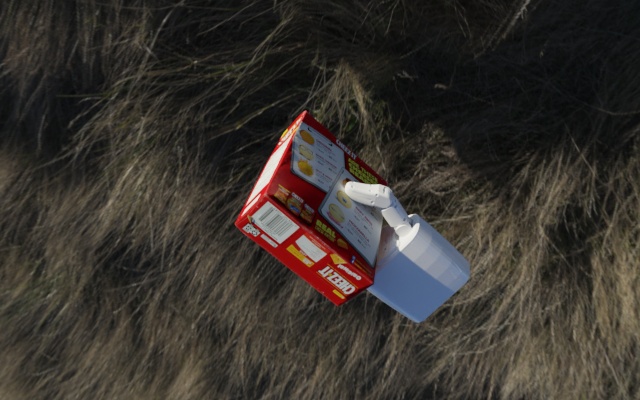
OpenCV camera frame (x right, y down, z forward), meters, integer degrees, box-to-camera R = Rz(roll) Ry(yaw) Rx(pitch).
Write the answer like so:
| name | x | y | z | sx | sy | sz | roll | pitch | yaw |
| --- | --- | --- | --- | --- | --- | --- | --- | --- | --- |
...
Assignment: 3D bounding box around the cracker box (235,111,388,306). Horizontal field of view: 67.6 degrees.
| name | x | y | z | sx | sy | sz | roll | pitch | yaw |
| --- | --- | --- | --- | --- | --- | --- | --- | --- | --- |
| cracker box | 0.000 | 0.002 | 0.613 | 0.072 | 0.164 | 0.213 | -40 | 19 | 32 |
